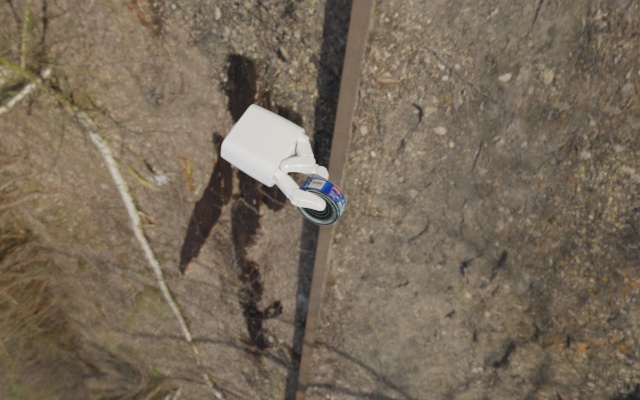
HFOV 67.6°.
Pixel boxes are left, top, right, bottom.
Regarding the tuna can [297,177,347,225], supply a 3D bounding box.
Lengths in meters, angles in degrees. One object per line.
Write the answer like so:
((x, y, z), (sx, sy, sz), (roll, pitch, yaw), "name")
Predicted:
((0.000, 0.003, 0.837), (0.086, 0.086, 0.033), (0, 41, 32), "tuna can")
